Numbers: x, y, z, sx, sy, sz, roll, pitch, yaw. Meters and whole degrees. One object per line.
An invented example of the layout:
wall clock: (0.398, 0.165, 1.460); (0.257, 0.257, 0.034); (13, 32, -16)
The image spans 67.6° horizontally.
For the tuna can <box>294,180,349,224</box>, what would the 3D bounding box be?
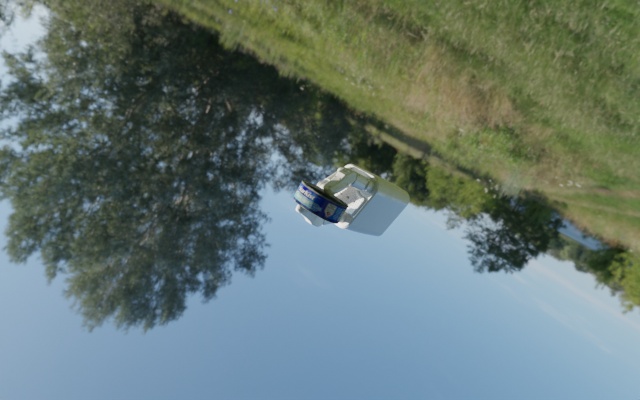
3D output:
tuna can: (0.000, 0.003, 0.768); (0.086, 0.034, 0.086); (29, 7, -4)
